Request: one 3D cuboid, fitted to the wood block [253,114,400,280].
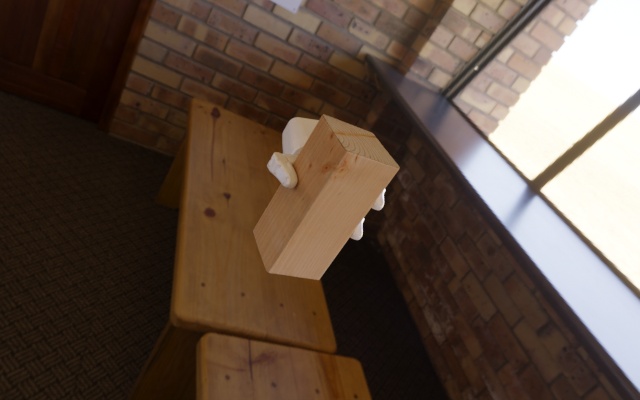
[{"bbox_3d":[0.000,0.002,0.649,0.091,0.206,0.090,15,31,-33],"label":"wood block"}]
